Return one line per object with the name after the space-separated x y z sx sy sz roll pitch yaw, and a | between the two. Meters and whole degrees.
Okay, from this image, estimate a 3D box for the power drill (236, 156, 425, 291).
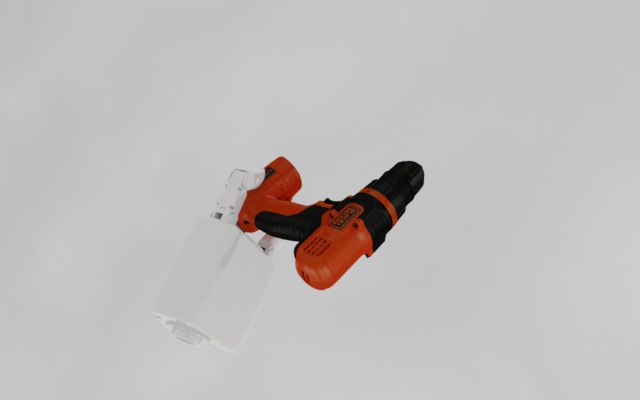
0.000 0.002 0.535 0.187 0.057 0.184 18 49 44 | power drill
